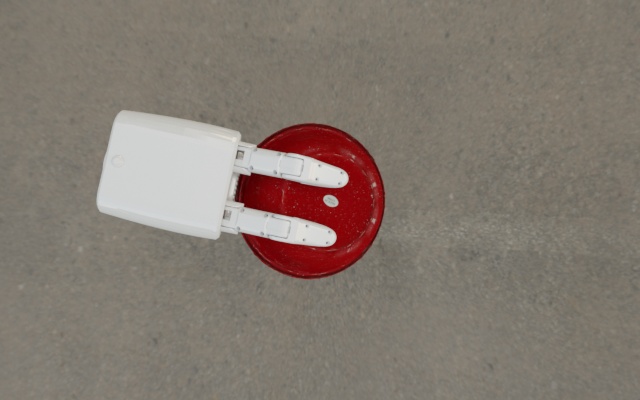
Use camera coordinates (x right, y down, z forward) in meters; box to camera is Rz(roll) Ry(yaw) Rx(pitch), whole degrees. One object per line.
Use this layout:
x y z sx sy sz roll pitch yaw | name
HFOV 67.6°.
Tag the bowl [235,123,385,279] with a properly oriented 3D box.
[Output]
0.001 0.001 0.470 0.162 0.162 0.055 0 1 -17 | bowl
